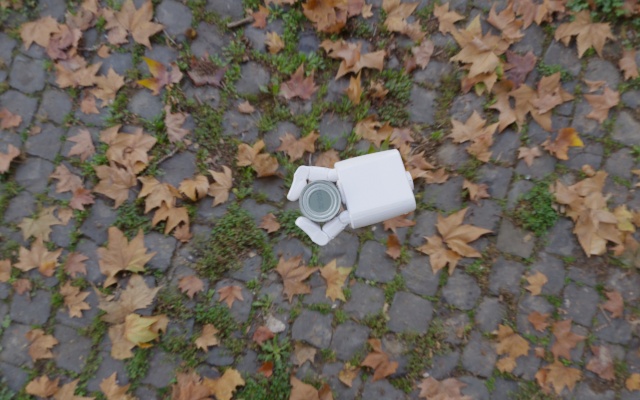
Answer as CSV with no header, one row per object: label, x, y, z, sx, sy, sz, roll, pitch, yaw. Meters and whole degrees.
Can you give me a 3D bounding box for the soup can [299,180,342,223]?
soup can,0.000,0.003,0.778,0.068,0.068,0.102,0,-1,0
